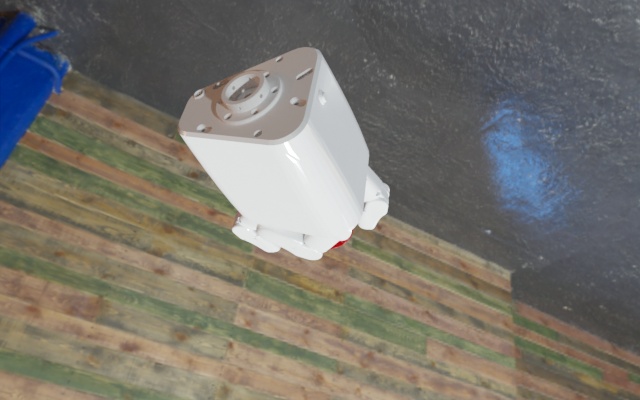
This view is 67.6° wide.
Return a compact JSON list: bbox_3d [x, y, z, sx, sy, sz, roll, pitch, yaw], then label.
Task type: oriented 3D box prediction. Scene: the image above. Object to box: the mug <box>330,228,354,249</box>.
[{"bbox_3d":[0.001,0.003,0.471,0.093,0.081,0.117,-6,-38,23],"label":"mug"}]
